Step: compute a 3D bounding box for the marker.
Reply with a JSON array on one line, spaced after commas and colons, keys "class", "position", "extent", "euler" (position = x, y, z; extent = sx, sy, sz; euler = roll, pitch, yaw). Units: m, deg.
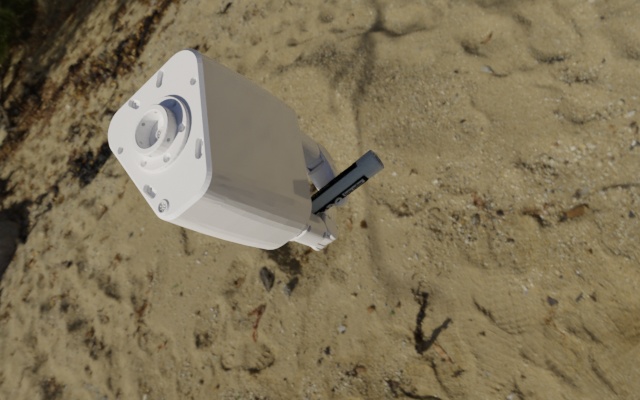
[{"class": "marker", "position": [0.000, 0.001, 0.401], "extent": [0.121, 0.020, 0.020], "euler": [-37, -13, 18]}]
